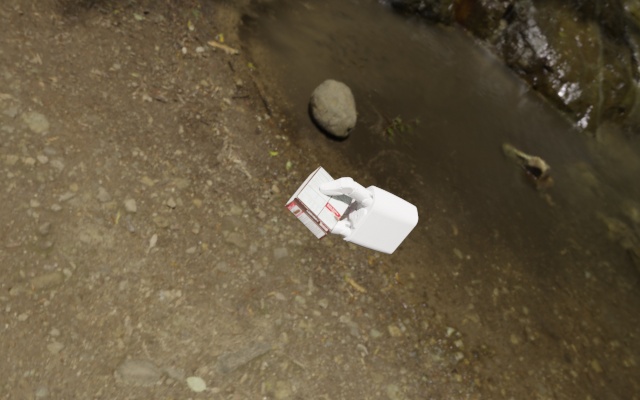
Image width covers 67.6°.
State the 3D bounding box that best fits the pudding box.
[{"bbox_3d":[0.000,0.003,0.863,0.039,0.090,0.113,-41,8,39],"label":"pudding box"}]
